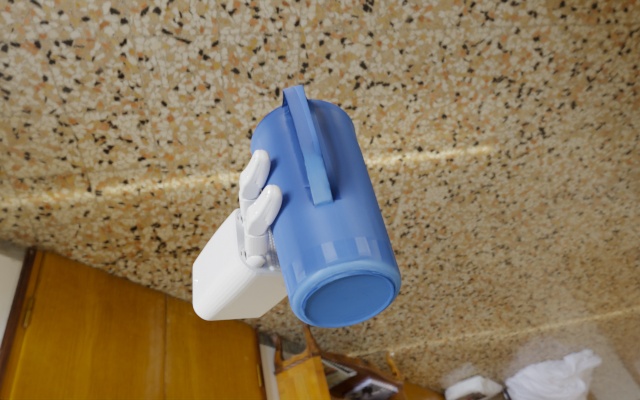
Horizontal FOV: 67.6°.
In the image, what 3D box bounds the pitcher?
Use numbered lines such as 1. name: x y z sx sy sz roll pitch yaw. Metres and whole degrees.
1. pitcher: 0.000 0.002 0.516 0.149 0.242 0.145 22 -55 -34
